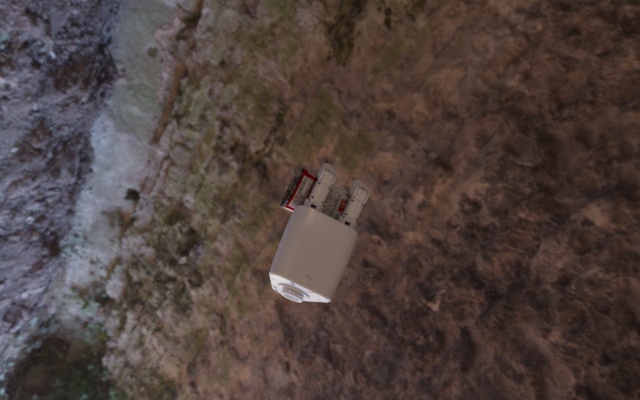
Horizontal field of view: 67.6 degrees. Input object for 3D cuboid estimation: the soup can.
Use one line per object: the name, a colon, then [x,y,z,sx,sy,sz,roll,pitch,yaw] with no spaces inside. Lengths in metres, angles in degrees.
soup can: [0.001,0.002,0.722,0.102,0.068,0.068,27,-5,-9]
